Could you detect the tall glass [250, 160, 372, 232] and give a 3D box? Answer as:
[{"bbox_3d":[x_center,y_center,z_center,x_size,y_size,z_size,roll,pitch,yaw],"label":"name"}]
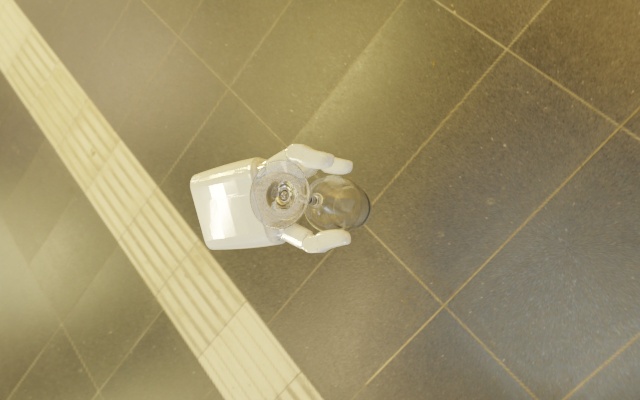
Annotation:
[{"bbox_3d":[0.000,0.002,0.594,0.079,0.079,0.201,0,-5,27],"label":"tall glass"}]
